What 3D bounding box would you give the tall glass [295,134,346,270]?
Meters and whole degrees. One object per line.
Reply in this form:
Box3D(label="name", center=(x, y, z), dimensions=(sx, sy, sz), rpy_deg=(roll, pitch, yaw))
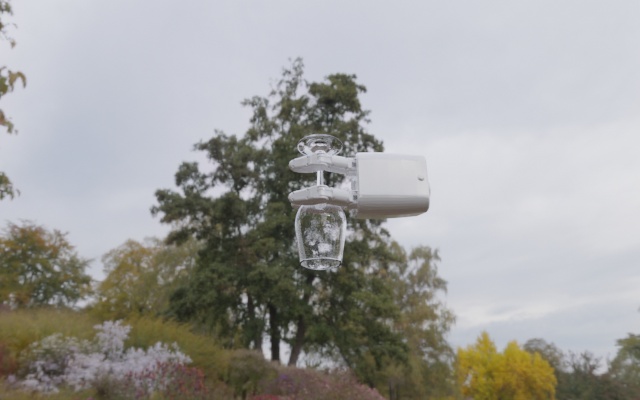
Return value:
Box3D(label="tall glass", center=(0.000, 0.002, 0.740), dimensions=(0.079, 0.201, 0.079), rpy_deg=(0, -23, 0))
